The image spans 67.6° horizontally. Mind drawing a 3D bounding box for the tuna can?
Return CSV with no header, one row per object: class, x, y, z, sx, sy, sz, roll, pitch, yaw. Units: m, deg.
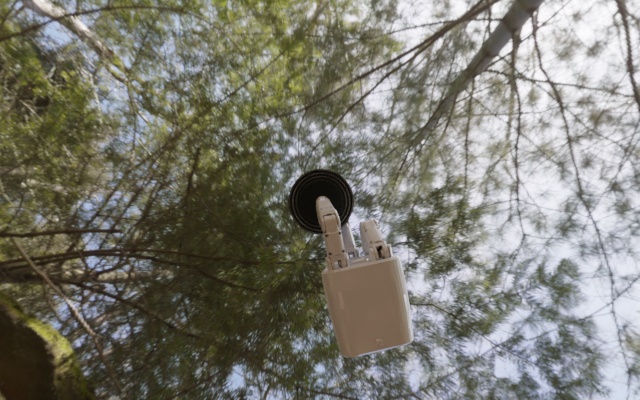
tuna can,0.000,0.002,0.637,0.086,0.086,0.034,0,-1,-4
